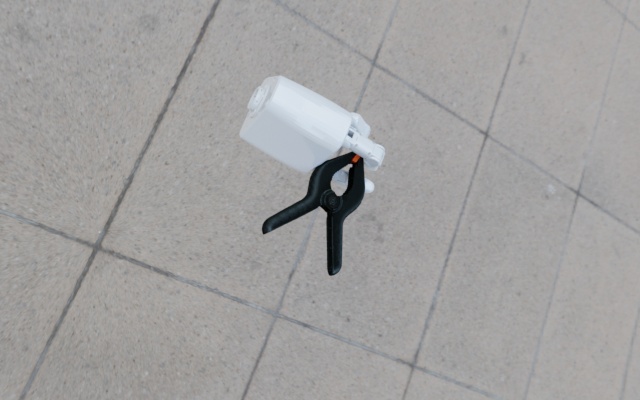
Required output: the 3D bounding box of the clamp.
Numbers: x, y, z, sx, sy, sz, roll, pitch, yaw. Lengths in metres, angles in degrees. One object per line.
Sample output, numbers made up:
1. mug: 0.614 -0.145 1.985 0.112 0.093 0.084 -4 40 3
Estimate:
1. clamp: 0.000 0.002 0.639 0.120 0.171 0.039 26 -14 -22
